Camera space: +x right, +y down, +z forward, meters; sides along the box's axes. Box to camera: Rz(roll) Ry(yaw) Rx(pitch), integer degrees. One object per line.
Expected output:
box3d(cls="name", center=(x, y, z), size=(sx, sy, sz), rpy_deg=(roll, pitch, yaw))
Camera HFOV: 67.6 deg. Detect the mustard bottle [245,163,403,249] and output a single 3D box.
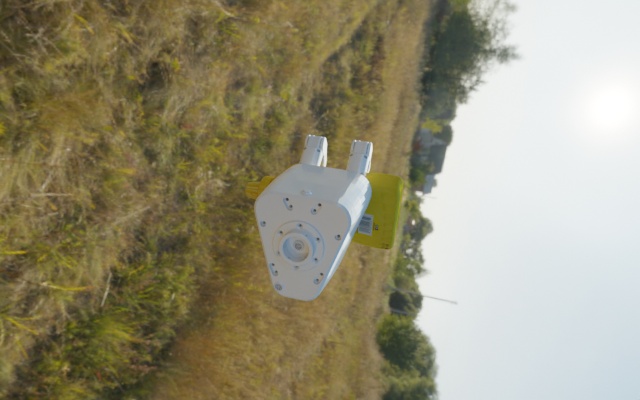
box3d(cls="mustard bottle", center=(0.000, 0.002, 0.583), size=(0.191, 0.096, 0.058), rpy_deg=(9, 43, 11))
